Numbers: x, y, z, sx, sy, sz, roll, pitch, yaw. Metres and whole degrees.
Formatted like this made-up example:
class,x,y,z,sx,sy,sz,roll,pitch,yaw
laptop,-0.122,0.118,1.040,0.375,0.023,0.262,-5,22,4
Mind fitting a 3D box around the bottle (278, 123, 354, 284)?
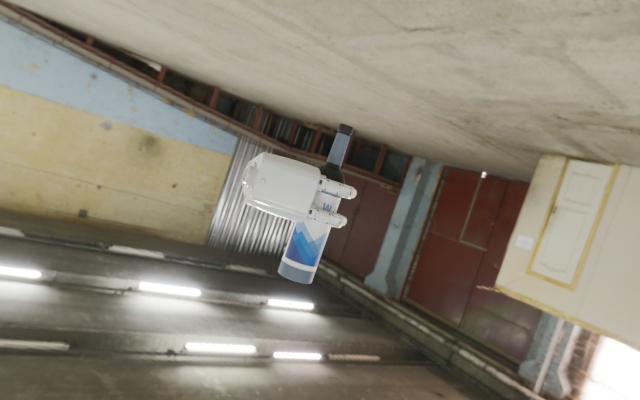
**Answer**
class,x,y,z,sx,sy,sz,roll,pitch,yaw
bottle,0.000,0.003,0.876,0.069,0.296,0.069,19,3,-1
